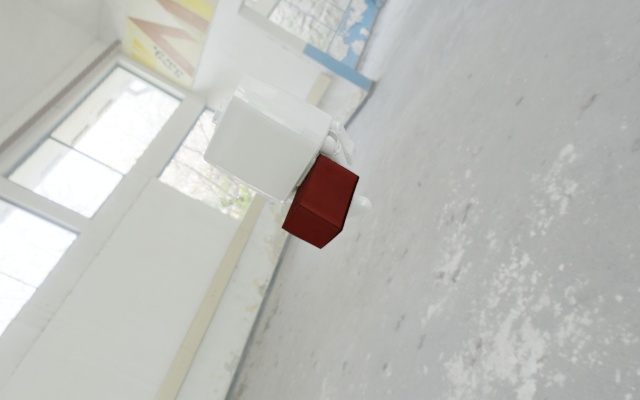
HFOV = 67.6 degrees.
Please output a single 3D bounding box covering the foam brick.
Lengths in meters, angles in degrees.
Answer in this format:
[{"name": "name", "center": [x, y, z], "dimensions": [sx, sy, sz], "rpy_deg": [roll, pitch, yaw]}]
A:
[{"name": "foam brick", "center": [0.000, 0.002, 0.510], "dimensions": [0.051, 0.078, 0.053], "rpy_deg": [29, -39, -11]}]
